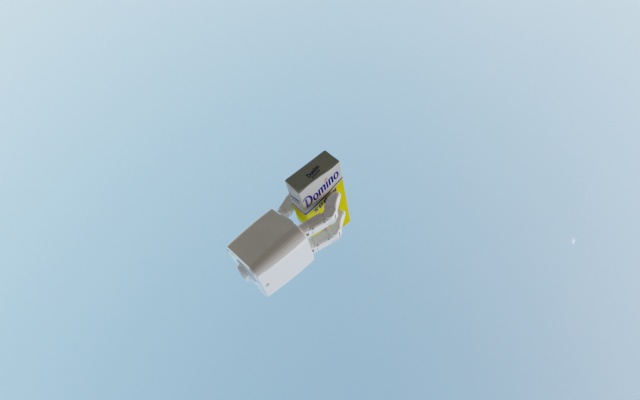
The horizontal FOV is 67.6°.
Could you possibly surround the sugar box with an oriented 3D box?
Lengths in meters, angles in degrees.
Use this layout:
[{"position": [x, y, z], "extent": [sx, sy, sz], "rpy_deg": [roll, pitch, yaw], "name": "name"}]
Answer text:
[{"position": [0.000, 0.003, 0.854], "extent": [0.048, 0.093, 0.176], "rpy_deg": [41, -20, 30], "name": "sugar box"}]
